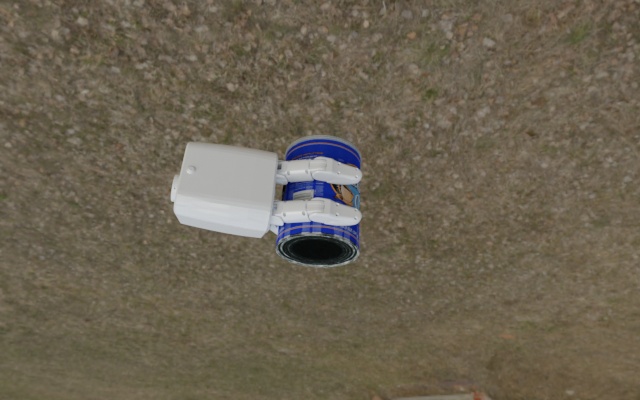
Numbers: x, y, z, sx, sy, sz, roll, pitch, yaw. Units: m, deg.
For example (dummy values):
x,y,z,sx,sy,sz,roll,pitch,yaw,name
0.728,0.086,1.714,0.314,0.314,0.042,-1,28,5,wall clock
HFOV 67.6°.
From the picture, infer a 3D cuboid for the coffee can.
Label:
x,y,z,sx,sy,sz,roll,pitch,yaw,name
0.000,0.002,0.612,0.103,0.140,0.103,3,-29,1,coffee can
